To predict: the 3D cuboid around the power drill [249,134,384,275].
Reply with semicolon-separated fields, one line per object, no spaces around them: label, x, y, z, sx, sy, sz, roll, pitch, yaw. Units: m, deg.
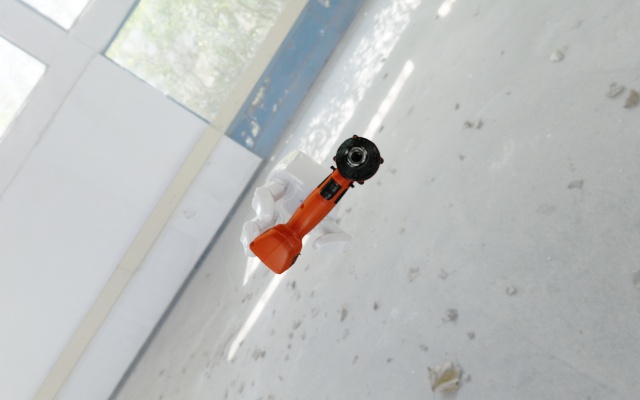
power drill;0.000;0.002;0.570;0.057;0.187;0.184;44;7;4
